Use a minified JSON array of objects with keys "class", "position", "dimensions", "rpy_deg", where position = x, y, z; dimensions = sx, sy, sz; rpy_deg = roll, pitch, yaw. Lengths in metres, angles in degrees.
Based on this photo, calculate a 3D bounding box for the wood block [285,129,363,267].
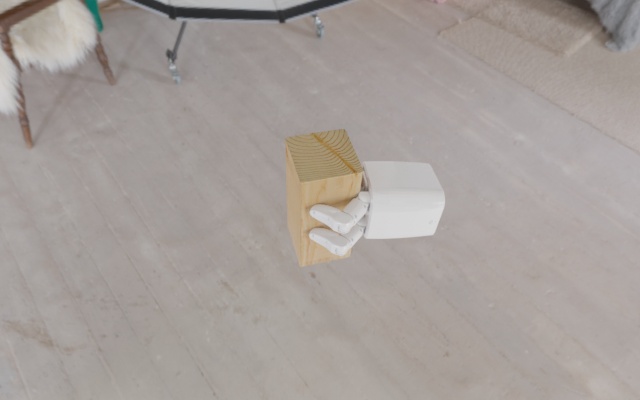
[{"class":"wood block","position":[0.000,0.002,0.728],"dimensions":[0.090,0.090,0.206],"rpy_deg":[-10,-39,-11]}]
